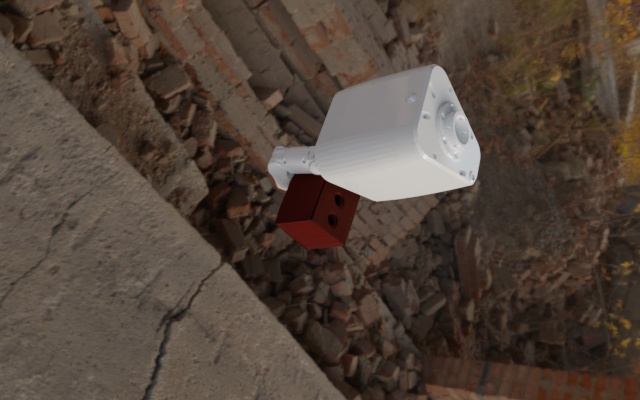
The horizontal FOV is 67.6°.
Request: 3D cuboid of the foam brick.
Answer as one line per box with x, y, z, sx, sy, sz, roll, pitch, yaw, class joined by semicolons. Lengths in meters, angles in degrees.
0.000;0.002;0.472;0.051;0.078;0.053;-6;-36;41;foam brick
